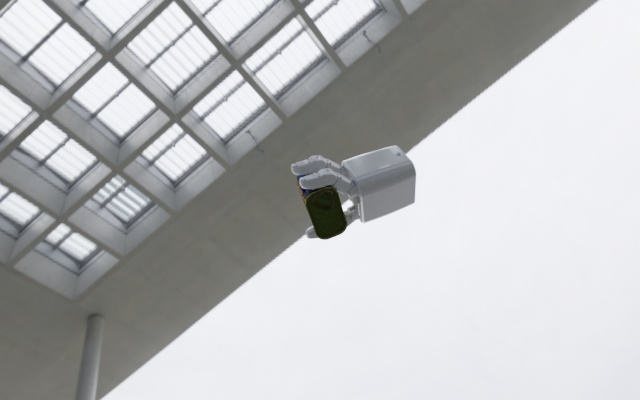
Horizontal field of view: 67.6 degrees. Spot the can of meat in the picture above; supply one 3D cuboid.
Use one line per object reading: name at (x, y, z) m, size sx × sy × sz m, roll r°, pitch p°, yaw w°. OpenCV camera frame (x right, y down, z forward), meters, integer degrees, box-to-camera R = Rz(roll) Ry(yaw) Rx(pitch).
can of meat at (0.000, 0.003, 0.831) m, size 0.057 × 0.102 × 0.084 m, roll -22°, pitch 35°, yaw -4°
